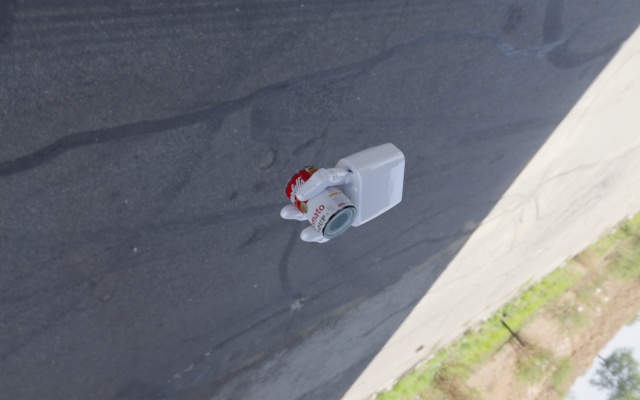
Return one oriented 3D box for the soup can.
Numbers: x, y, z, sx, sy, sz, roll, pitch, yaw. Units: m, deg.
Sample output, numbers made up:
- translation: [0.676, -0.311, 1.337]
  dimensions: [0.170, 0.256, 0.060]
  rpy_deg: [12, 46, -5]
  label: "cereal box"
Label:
- translation: [0.000, 0.003, 0.745]
  dimensions: [0.068, 0.068, 0.102]
  rpy_deg: [0, 40, -52]
  label: "soup can"
